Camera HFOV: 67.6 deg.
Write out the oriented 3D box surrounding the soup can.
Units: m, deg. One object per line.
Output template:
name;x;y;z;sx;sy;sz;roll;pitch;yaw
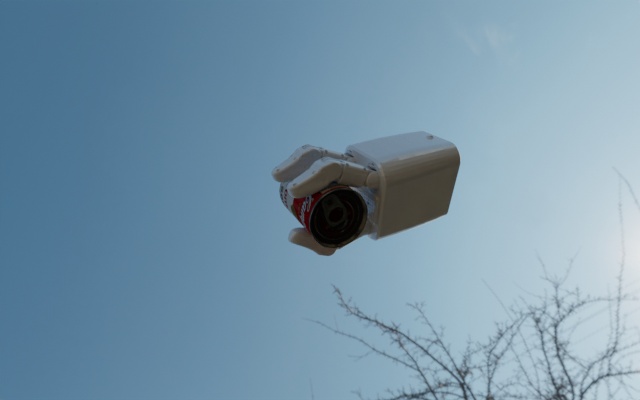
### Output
soup can;0.000;0.002;0.544;0.068;0.068;0.102;0;21;-25
